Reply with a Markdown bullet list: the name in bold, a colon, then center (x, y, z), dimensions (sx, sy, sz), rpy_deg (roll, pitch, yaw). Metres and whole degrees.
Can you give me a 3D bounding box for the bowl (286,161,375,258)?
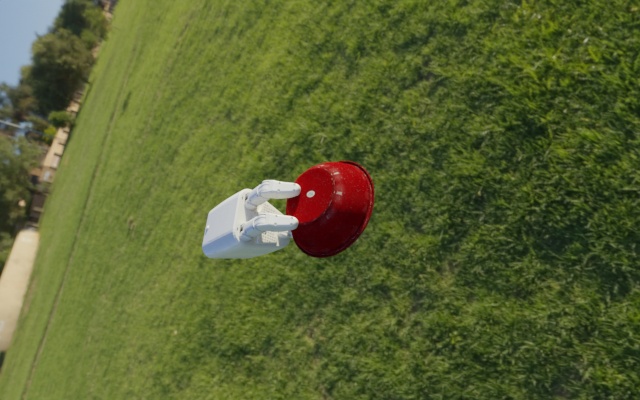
- **bowl**: center (0.001, 0.002, 0.722), dimensions (0.162, 0.162, 0.055), rpy_deg (0, -22, 41)
